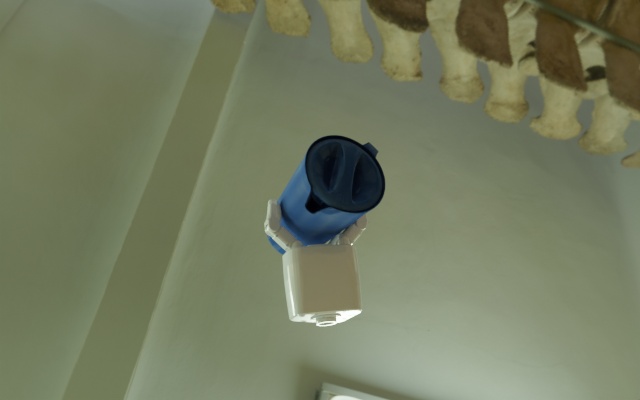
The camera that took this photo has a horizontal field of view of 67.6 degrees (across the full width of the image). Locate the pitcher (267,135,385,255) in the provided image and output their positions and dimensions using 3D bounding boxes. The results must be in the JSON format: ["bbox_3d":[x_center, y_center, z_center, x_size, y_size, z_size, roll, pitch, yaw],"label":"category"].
[{"bbox_3d":[0.000,0.003,0.805,0.149,0.145,0.243,4,-27,-24],"label":"pitcher"}]
